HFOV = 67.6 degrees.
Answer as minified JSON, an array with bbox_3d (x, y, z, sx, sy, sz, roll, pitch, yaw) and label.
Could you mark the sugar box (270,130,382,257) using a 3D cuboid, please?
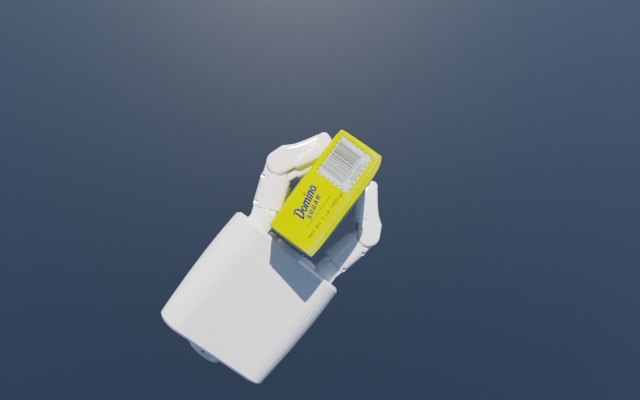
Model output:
[{"bbox_3d":[0.000,0.001,0.436,0.048,0.093,0.176,38,-7,-2],"label":"sugar box"}]
